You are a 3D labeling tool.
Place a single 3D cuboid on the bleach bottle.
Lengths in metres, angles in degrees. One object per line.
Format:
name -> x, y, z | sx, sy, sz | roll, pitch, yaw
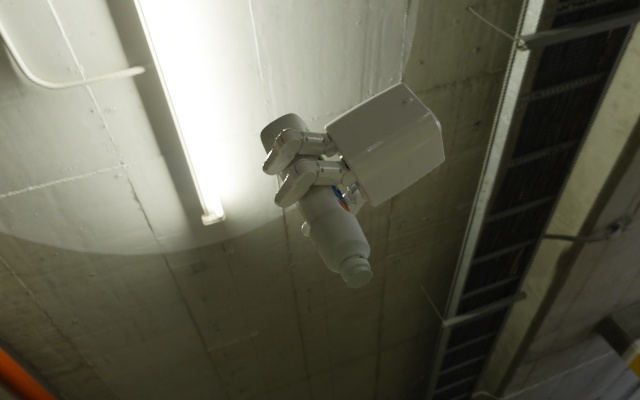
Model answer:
bleach bottle -> 0.000, 0.002, 0.570 | 0.068, 0.250, 0.103 | -31, -42, 4
